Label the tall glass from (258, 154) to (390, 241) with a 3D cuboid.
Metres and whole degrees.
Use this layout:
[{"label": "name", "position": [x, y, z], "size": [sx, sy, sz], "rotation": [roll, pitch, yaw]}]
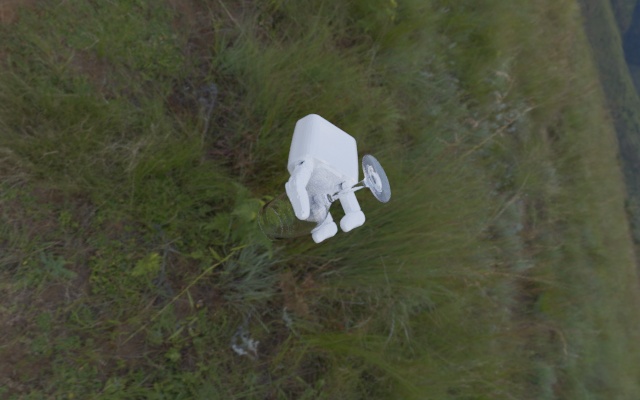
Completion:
[{"label": "tall glass", "position": [0.001, 0.002, 0.725], "size": [0.201, 0.079, 0.079], "rotation": [-23, -11, 28]}]
